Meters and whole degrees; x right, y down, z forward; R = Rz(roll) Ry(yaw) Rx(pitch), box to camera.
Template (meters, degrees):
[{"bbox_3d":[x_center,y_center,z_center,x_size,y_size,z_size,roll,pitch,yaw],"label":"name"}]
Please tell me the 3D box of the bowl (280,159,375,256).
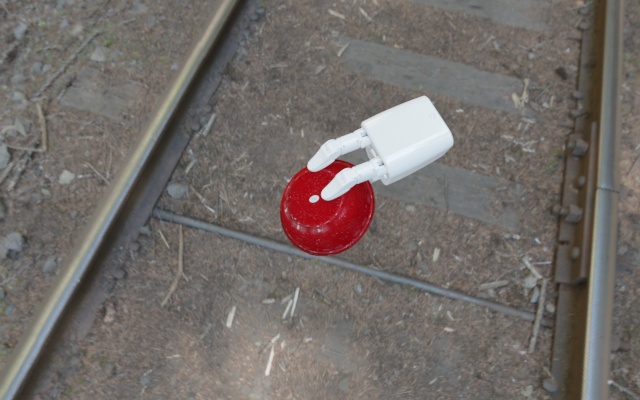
[{"bbox_3d":[-0.001,0.003,0.741,0.162,0.162,0.055,0,-16,21],"label":"bowl"}]
